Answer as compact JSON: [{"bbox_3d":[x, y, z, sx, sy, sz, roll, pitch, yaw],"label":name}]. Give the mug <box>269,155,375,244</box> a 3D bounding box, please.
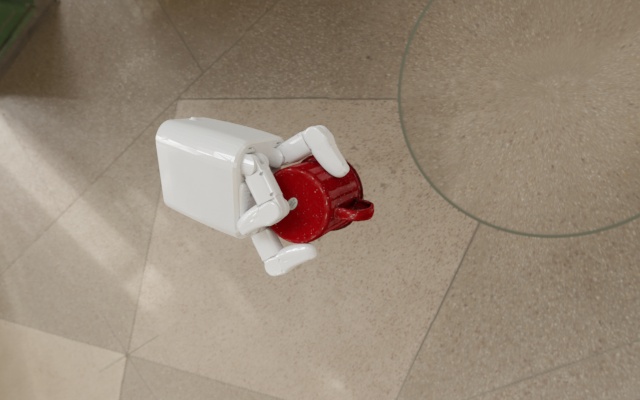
[{"bbox_3d":[0.001,0.002,0.514,0.117,0.093,0.081,17,19,22],"label":"mug"}]
